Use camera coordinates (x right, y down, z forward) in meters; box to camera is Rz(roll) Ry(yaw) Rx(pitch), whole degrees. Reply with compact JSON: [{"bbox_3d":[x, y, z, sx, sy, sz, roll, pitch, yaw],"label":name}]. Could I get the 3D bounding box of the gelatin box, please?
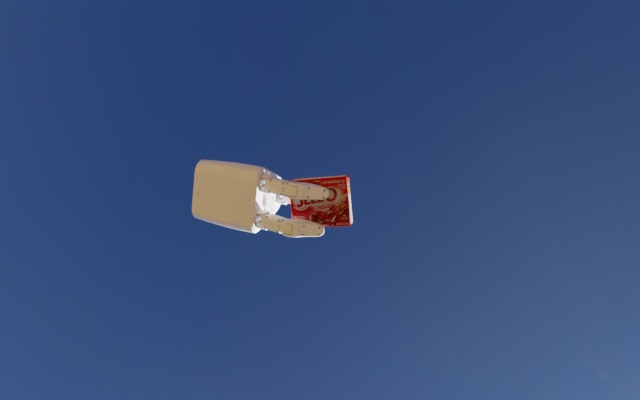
[{"bbox_3d":[0.001,0.002,0.704,0.089,0.073,0.030,-3,7,13],"label":"gelatin box"}]
